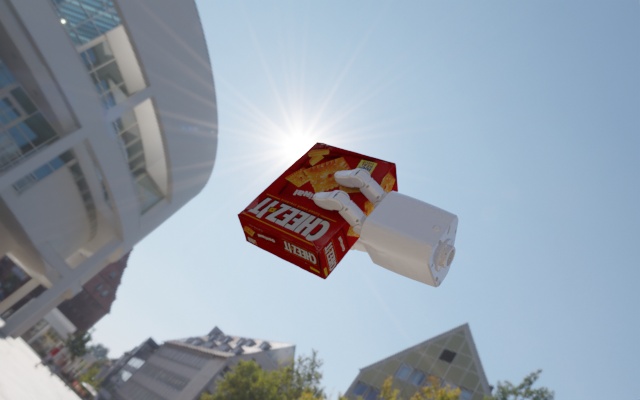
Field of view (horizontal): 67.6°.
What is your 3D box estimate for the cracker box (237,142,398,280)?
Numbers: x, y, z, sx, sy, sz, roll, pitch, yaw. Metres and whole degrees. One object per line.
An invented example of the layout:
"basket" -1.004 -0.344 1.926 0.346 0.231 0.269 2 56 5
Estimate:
"cracker box" 0.000 0.003 0.764 0.164 0.072 0.213 21 51 32
